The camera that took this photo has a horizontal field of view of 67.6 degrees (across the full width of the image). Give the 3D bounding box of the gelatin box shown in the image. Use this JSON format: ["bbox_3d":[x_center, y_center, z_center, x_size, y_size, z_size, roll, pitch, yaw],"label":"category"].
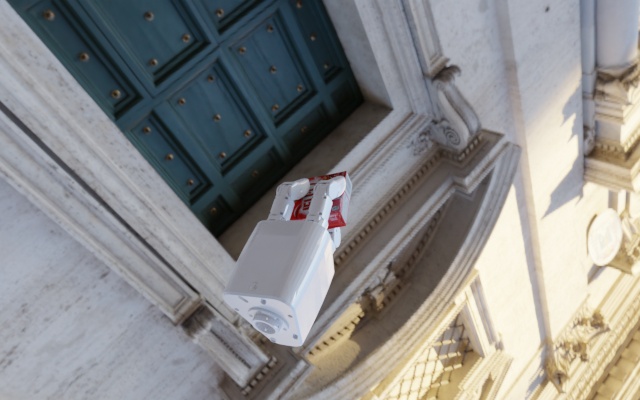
[{"bbox_3d":[0.000,0.002,0.638,0.073,0.030,0.089,-10,37,19],"label":"gelatin box"}]
